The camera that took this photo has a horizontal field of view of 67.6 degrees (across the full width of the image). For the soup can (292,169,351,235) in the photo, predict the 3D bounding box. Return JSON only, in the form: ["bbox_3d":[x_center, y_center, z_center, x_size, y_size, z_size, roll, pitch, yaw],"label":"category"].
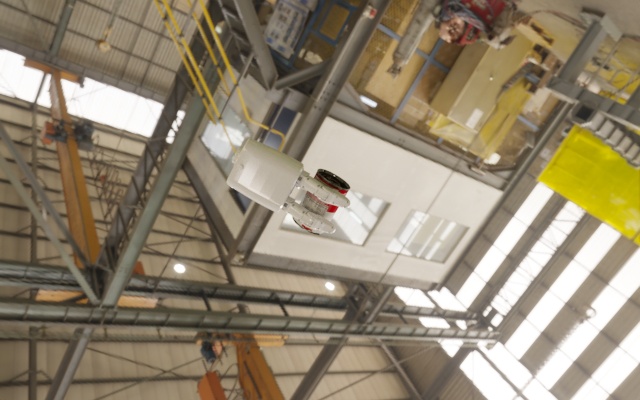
[{"bbox_3d":[0.000,0.003,0.867,0.068,0.102,0.068,27,17,-9],"label":"soup can"}]
